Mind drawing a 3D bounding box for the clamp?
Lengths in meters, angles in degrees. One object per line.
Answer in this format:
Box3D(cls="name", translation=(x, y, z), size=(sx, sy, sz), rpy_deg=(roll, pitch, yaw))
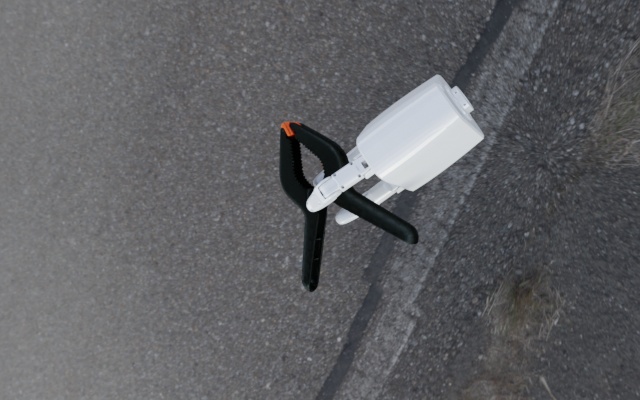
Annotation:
Box3D(cls="clamp", translation=(0.000, 0.001, 0.589), size=(0.164, 0.210, 0.036), rpy_deg=(-37, -10, 25))
